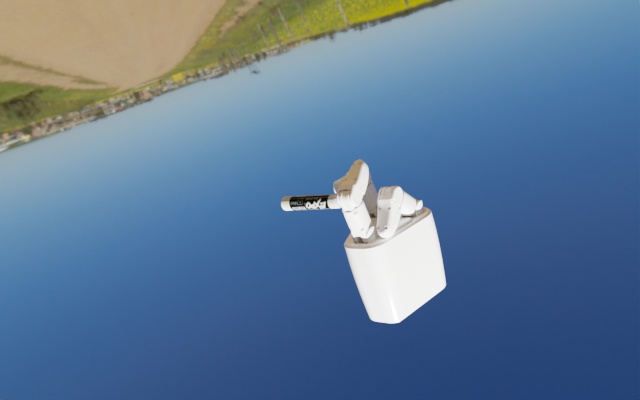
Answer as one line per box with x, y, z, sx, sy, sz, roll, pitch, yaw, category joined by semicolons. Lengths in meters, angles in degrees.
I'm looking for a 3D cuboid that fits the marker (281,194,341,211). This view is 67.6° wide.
0.000;0.002;0.584;0.121;0.020;0.020;-3;-2;41;marker
